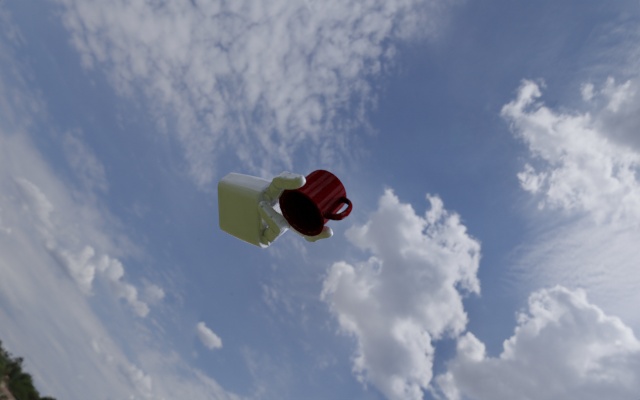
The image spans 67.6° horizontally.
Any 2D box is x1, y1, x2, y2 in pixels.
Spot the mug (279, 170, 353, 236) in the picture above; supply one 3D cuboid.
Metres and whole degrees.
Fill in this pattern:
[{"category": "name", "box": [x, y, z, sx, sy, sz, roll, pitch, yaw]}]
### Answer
[{"category": "mug", "box": [0.001, 0.003, 0.800, 0.117, 0.093, 0.081, 15, 40, 34]}]
